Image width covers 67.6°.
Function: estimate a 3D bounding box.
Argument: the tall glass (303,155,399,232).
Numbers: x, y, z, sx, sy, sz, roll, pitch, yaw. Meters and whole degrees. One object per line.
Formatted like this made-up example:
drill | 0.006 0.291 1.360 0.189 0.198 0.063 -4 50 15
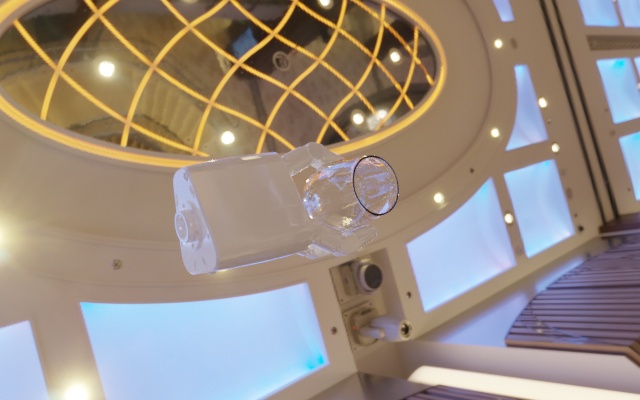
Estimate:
tall glass | 0.000 0.002 0.558 0.079 0.079 0.201 0 -10 -35
